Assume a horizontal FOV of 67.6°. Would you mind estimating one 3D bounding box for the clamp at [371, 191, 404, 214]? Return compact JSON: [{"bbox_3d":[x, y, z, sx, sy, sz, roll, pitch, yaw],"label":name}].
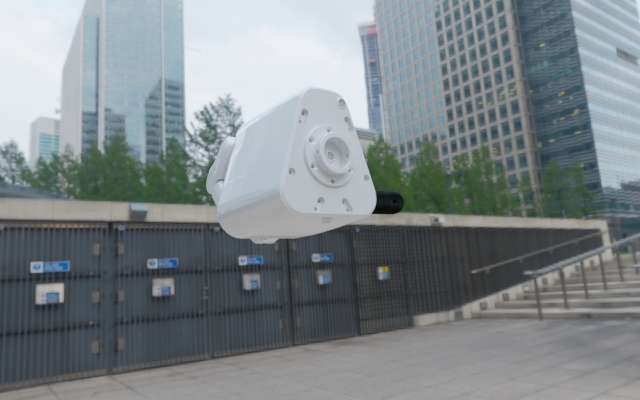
[{"bbox_3d":[0.000,0.001,0.513,0.171,0.039,0.120,3,-13,-35],"label":"clamp"}]
